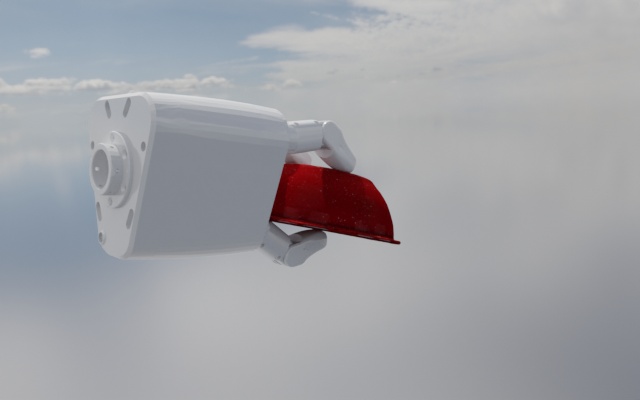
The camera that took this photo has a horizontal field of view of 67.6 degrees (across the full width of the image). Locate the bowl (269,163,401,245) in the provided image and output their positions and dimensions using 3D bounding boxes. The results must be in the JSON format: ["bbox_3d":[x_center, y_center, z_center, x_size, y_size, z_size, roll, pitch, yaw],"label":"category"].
[{"bbox_3d":[0.001,0.001,0.454,0.162,0.055,0.162,11,-4,1],"label":"bowl"}]
